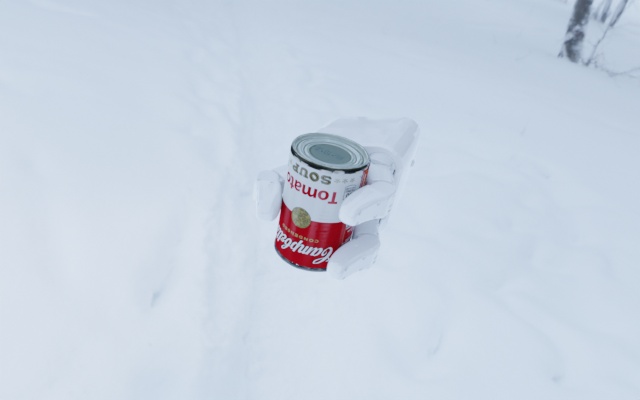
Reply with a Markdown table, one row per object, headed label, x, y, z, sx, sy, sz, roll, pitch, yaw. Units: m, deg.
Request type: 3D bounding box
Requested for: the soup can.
| label | x | y | z | sx | sy | sz | roll | pitch | yaw |
| --- | --- | --- | --- | --- | --- | --- | --- | --- | --- |
| soup can | 0.000 | 0.001 | 0.413 | 0.068 | 0.102 | 0.068 | 9 | 31 | -5 |
